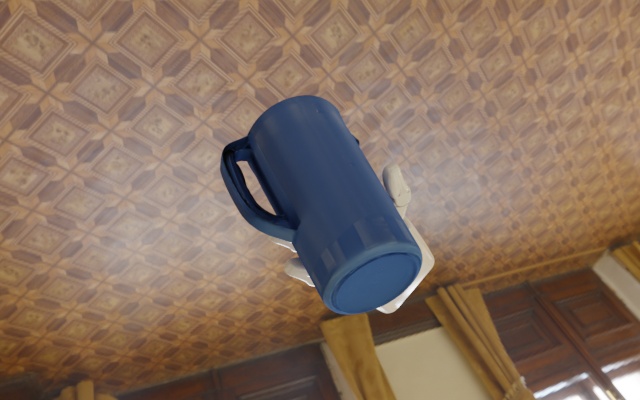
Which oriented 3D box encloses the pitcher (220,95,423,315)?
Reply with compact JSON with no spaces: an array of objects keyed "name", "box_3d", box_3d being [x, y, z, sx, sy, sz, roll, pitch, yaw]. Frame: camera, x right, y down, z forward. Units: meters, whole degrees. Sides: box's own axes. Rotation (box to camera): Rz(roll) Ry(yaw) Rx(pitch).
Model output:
[{"name":"pitcher","box_3d":[0.000,0.002,0.531,0.149,0.242,0.145,-36,-41,8]}]
